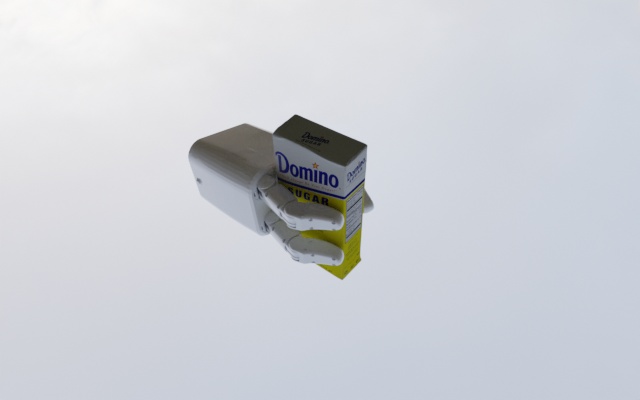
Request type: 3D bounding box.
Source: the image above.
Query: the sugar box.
[{"bbox_3d":[0.000,0.002,0.522,0.093,0.176,0.048,27,54,27],"label":"sugar box"}]
